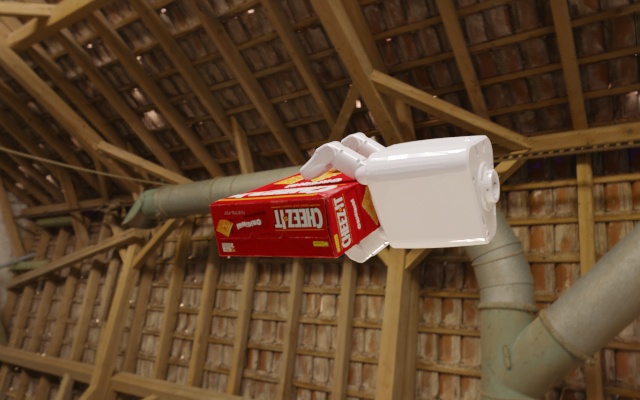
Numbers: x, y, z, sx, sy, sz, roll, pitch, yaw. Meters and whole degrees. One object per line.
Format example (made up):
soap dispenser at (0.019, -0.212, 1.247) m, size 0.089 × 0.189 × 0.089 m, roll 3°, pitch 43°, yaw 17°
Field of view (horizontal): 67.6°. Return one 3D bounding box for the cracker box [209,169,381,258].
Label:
cracker box at (0.000, 0.002, 0.583) m, size 0.164 × 0.072 × 0.213 m, roll -4°, pitch 12°, yaw 34°
